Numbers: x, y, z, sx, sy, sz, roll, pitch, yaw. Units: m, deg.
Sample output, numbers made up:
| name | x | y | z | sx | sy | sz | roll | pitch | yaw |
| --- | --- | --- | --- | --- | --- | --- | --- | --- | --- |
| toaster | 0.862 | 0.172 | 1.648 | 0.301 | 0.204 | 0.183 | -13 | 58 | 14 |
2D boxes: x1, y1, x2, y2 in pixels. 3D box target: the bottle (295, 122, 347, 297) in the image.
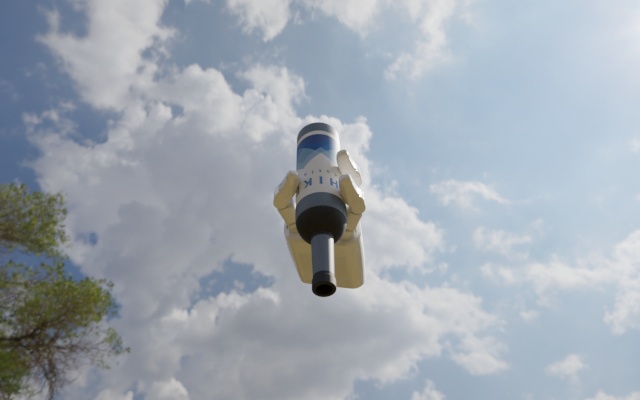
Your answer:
| name | x | y | z | sx | sy | sz | roll | pitch | yaw |
| --- | --- | --- | --- | --- | --- | --- | --- | --- | --- |
| bottle | 0.000 | 0.002 | 0.636 | 0.069 | 0.069 | 0.295 | 0 | 41 | -2 |
